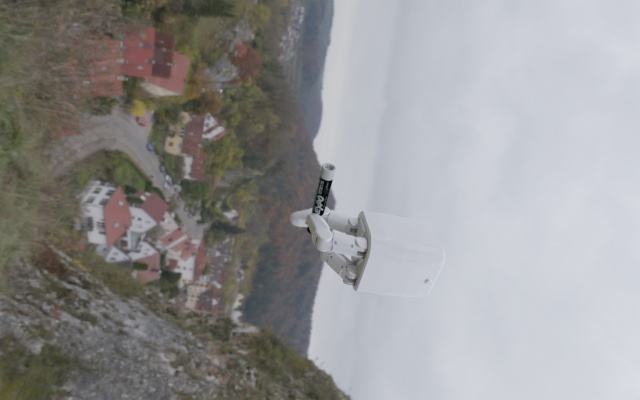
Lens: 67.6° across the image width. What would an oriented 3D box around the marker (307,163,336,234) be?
[{"bbox_3d":[0.000,0.002,0.655,0.020,0.121,0.020,8,39,-7],"label":"marker"}]
